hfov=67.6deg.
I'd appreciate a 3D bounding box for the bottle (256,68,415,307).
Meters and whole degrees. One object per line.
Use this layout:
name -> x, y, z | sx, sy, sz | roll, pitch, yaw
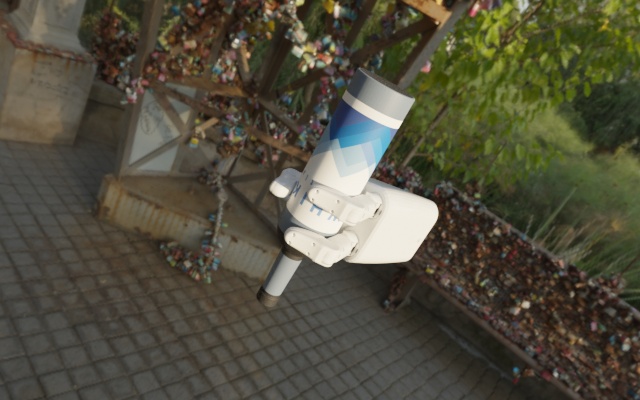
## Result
bottle -> 0.000, 0.002, 0.535 | 0.069, 0.296, 0.069 | 25, 21, -10
